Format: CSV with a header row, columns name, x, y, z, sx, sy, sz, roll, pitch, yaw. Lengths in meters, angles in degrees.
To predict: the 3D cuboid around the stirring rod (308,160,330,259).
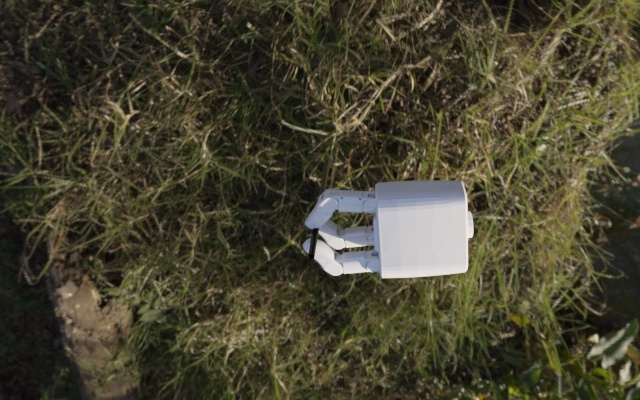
name,x,y,z,sx,sy,sz,roll,pitch,yaw
stirring rod,0.000,0.002,0.660,0.011,0.011,0.239,0,32,6
